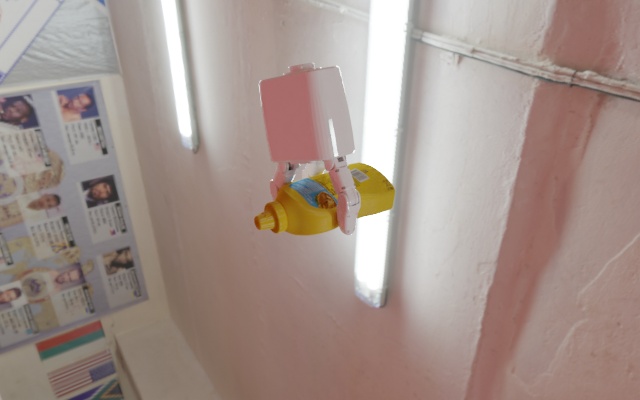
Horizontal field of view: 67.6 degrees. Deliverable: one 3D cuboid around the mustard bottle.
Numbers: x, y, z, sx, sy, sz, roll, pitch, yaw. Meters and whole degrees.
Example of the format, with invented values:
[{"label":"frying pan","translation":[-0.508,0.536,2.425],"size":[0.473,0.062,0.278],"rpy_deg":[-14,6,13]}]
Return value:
[{"label":"mustard bottle","translation":[0.000,0.002,0.640],"size":[0.191,0.058,0.096],"rpy_deg":[-18,39,-30]}]
